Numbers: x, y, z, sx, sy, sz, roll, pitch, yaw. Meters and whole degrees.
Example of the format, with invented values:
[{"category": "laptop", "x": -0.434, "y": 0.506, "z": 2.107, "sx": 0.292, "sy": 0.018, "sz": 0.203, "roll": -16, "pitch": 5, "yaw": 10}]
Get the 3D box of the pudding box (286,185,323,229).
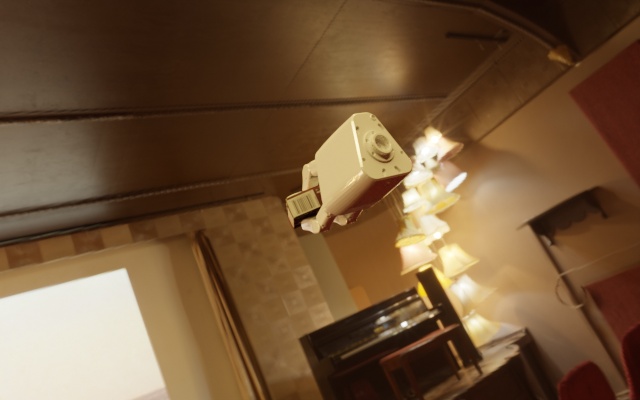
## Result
[{"category": "pudding box", "x": 0.000, "y": 0.002, "z": 0.786, "sx": 0.113, "sy": 0.039, "sz": 0.090, "roll": -21, "pitch": -13, "yaw": -8}]
